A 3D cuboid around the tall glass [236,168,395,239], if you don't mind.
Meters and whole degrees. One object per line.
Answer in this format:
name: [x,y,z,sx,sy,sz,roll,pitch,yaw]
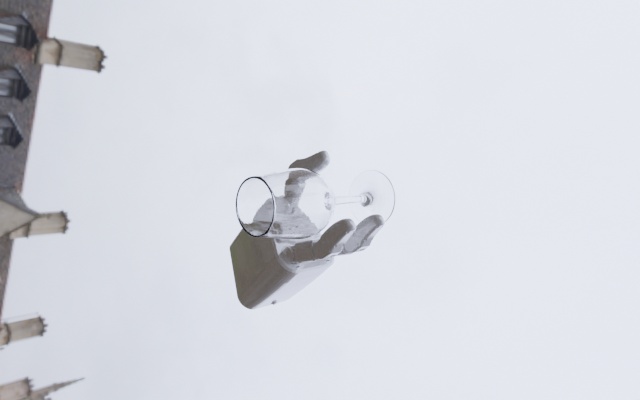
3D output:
tall glass: [0.001,0.002,0.553,0.079,0.079,0.201,0,2,42]
